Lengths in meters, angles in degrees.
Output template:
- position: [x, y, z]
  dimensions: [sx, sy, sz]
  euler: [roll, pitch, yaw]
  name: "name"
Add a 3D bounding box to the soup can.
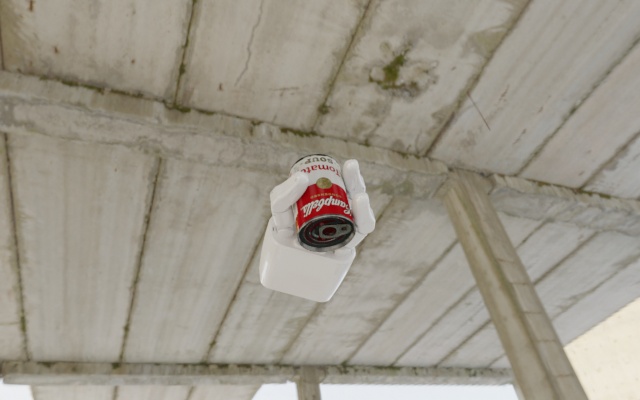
- position: [0.000, 0.001, 0.577]
  dimensions: [0.068, 0.102, 0.069]
  euler: [-6, -41, -5]
  name: "soup can"
